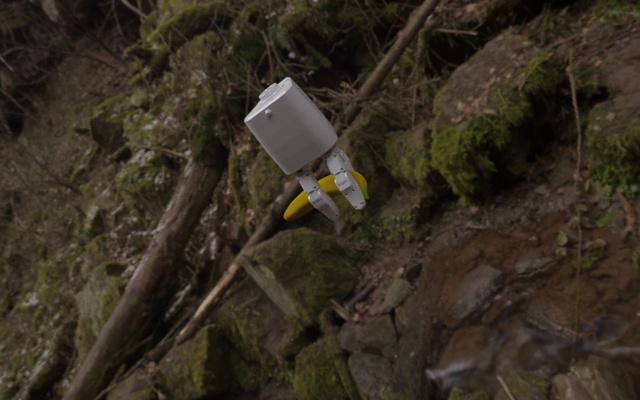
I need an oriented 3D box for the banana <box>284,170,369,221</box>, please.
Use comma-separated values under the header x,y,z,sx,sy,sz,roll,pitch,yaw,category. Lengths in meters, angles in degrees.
x,y,z,sx,sy,sz,roll,pitch,yaw,category
0.010,-0.011,0.790,0.198,0.069,0.037,-17,-56,47,banana
